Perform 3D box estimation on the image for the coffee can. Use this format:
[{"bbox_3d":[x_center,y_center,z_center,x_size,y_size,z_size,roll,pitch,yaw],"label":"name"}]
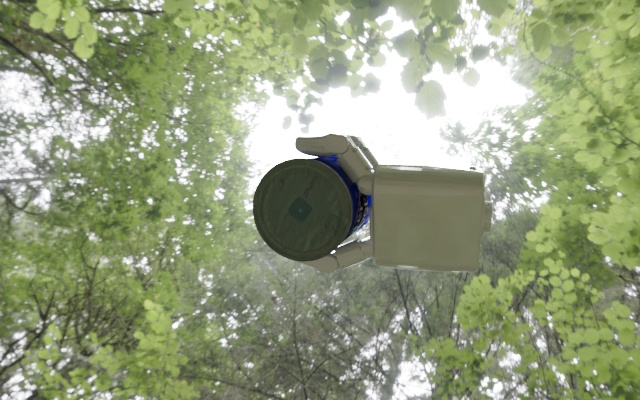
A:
[{"bbox_3d":[0.000,0.002,0.532,0.103,0.103,0.140,0,7,17],"label":"coffee can"}]
